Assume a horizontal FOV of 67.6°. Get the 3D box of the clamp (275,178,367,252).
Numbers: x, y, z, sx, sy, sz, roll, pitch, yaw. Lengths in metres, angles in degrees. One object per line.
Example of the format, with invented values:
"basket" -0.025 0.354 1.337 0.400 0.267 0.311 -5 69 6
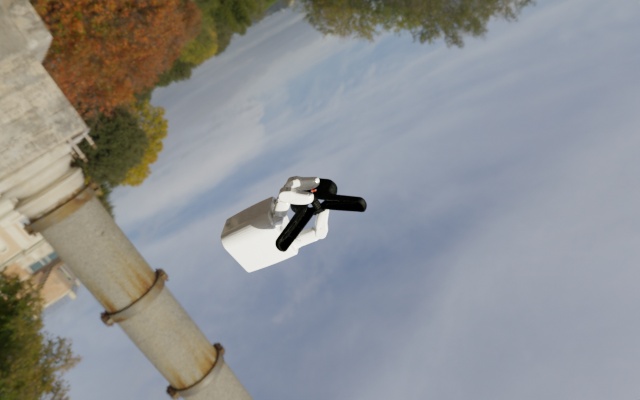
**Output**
"clamp" 0.000 0.003 0.856 0.164 0.036 0.210 -23 24 11
